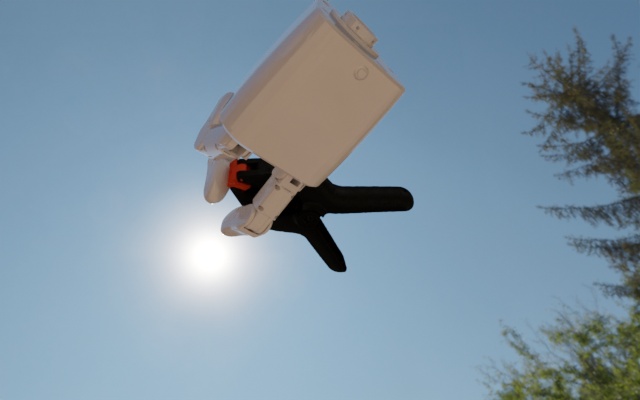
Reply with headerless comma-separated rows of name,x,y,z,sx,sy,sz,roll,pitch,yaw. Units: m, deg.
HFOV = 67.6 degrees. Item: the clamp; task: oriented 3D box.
clamp,0.000,0.001,0.441,0.171,0.120,0.039,31,26,-33
